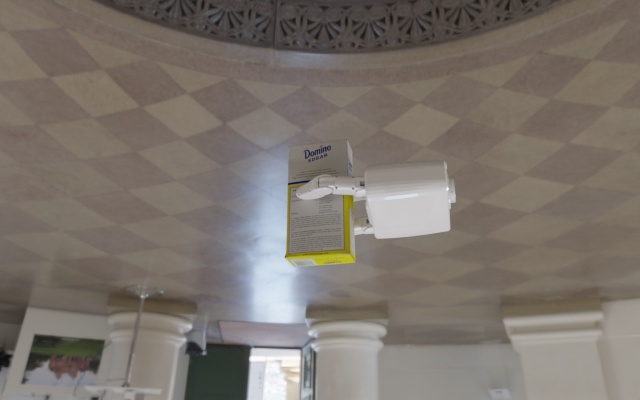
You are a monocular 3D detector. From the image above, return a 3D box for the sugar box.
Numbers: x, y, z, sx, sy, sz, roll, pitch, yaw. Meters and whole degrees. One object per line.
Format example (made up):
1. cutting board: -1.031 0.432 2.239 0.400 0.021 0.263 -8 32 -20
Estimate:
1. sugar box: 0.000 0.003 0.684 0.093 0.176 0.048 -5 -26 14
